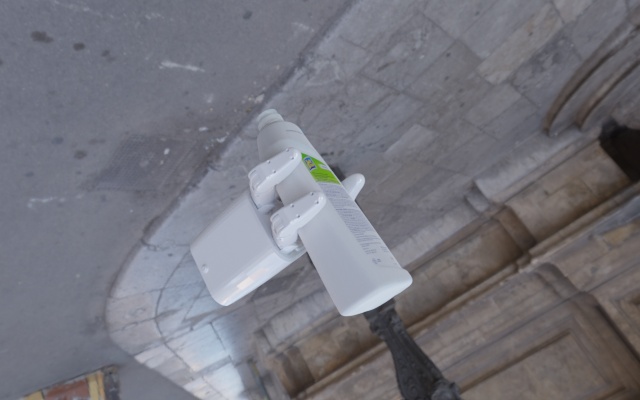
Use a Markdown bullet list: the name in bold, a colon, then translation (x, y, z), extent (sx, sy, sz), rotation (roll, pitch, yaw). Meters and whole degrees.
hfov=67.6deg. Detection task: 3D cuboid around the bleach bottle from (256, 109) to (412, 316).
- **bleach bottle**: translation (0.000, 0.002, 0.535), extent (0.068, 0.250, 0.102), rotation (-38, -22, 20)
